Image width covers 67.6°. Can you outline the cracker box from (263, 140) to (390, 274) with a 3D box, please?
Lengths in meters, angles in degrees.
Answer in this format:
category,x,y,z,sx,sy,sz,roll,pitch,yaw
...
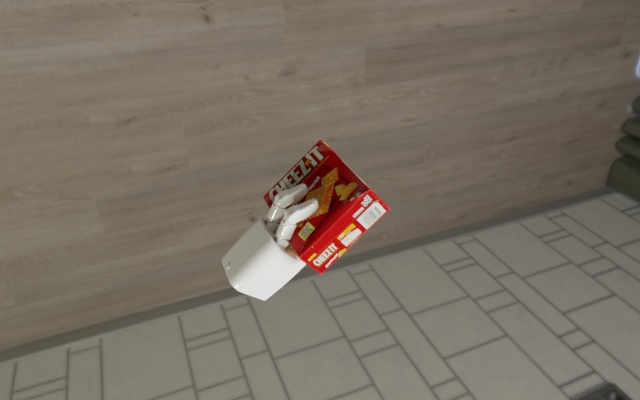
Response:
category,x,y,z,sx,sy,sz,roll,pitch,yaw
cracker box,0.000,0.003,0.861,0.072,0.164,0.213,42,6,-38
